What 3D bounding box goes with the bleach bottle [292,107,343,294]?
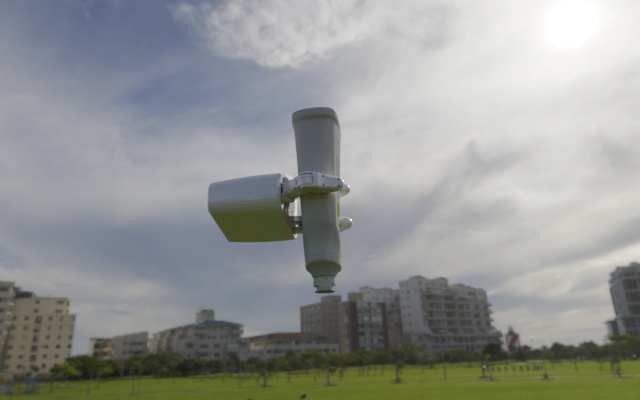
[{"bbox_3d":[0.000,0.002,0.675,0.068,0.250,0.103,-5,-19,8],"label":"bleach bottle"}]
